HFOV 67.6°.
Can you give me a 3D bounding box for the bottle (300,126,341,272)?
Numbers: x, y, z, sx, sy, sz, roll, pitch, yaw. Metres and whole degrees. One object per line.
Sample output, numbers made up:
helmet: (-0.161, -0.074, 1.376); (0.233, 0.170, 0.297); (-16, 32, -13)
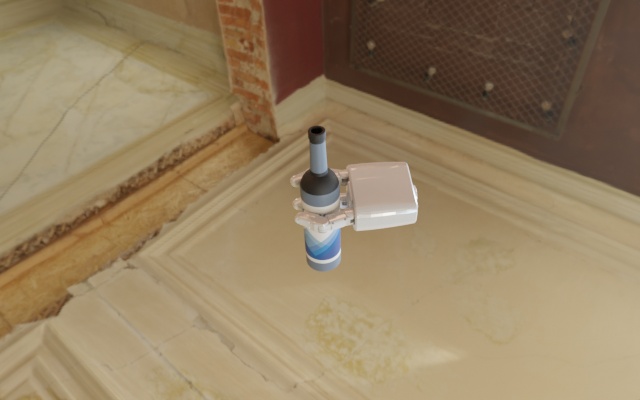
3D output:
bottle: (0.000, 0.003, 0.821); (0.069, 0.296, 0.069); (-2, 42, 2)
